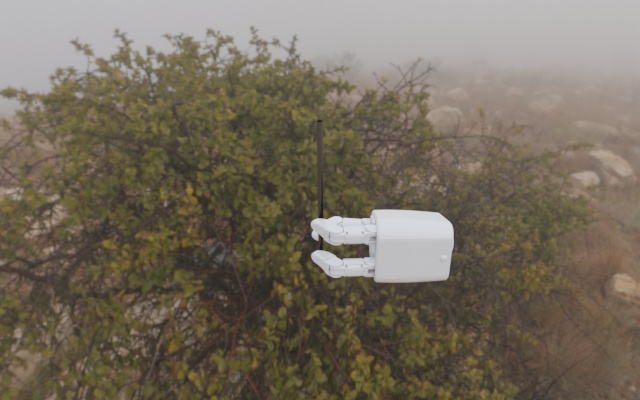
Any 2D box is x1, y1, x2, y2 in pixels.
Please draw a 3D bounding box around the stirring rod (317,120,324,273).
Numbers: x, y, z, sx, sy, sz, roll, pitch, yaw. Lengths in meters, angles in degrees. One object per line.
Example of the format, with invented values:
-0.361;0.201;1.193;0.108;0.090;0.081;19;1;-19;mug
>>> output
0.000;0.002;0.691;0.011;0.240;0.011;-1;26;0;stirring rod
